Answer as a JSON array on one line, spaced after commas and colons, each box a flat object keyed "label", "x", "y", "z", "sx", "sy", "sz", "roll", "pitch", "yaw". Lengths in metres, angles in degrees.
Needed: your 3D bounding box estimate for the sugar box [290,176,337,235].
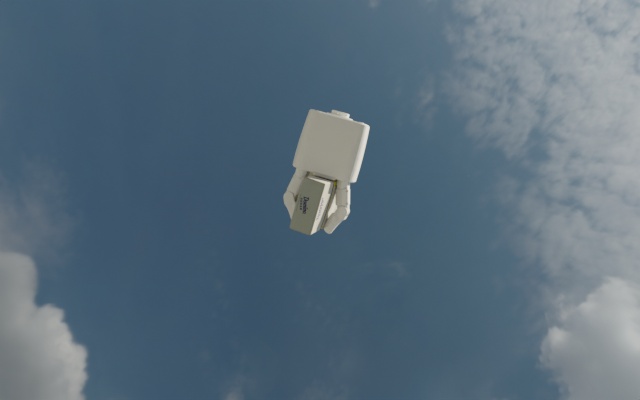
[{"label": "sugar box", "x": 0.000, "y": 0.003, "z": 0.868, "sx": 0.048, "sy": 0.093, "sz": 0.176, "roll": 19, "pitch": 8, "yaw": 15}]
